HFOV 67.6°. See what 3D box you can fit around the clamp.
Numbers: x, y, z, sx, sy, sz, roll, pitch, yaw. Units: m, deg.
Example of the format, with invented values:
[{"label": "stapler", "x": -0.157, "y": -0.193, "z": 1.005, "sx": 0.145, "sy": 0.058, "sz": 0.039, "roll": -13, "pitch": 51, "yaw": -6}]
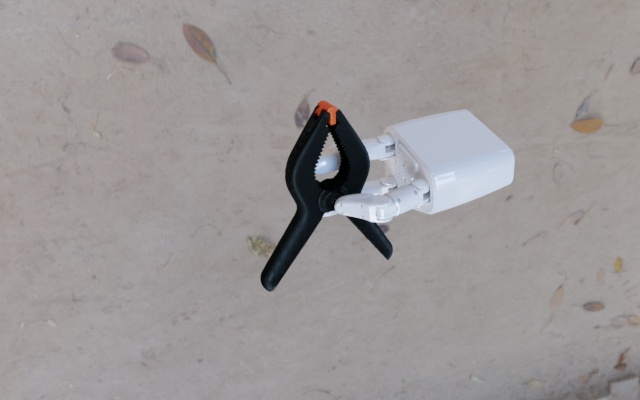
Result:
[{"label": "clamp", "x": 0.001, "y": 0.001, "z": 0.513, "sx": 0.164, "sy": 0.210, "sz": 0.036, "roll": -19, "pitch": 31, "yaw": -18}]
